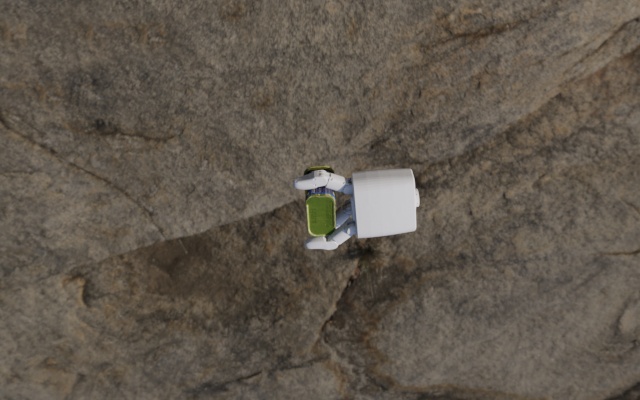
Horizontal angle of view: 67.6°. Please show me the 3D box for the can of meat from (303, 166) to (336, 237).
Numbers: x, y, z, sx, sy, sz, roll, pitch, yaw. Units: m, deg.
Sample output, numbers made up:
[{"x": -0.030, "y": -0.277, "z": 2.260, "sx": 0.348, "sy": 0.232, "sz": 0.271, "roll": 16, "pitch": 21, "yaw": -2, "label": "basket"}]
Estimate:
[{"x": 0.000, "y": 0.003, "z": 0.861, "sx": 0.057, "sy": 0.102, "sz": 0.083, "roll": -3, "pitch": 39, "yaw": 0, "label": "can of meat"}]
